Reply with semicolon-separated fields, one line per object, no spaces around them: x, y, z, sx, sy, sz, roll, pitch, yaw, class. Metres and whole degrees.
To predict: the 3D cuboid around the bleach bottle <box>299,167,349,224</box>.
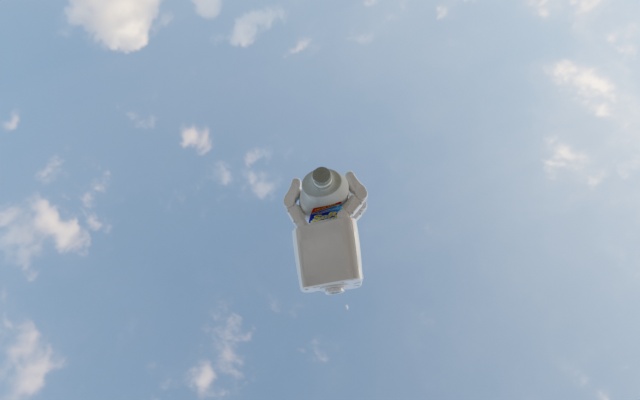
0.000;0.003;0.854;0.102;0.068;0.251;-7;-19;1;bleach bottle
